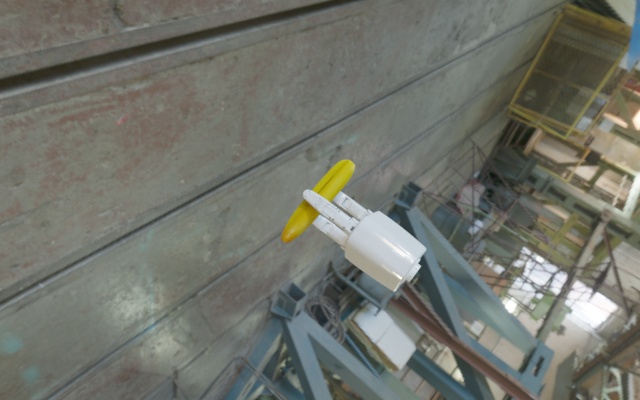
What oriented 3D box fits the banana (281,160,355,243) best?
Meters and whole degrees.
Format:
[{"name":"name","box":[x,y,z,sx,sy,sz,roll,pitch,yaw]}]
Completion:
[{"name":"banana","box":[0.005,-0.007,0.808,0.037,0.197,0.070,37,-24,9]}]
